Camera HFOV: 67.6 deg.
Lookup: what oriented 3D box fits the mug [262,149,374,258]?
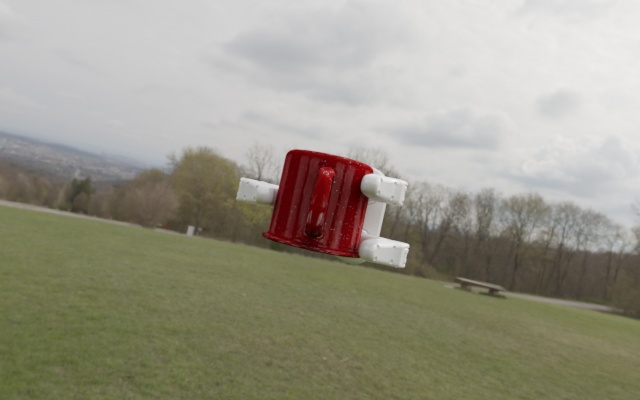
[{"bbox_3d":[0.000,0.001,0.418,0.093,0.081,0.117,12,-1,5],"label":"mug"}]
